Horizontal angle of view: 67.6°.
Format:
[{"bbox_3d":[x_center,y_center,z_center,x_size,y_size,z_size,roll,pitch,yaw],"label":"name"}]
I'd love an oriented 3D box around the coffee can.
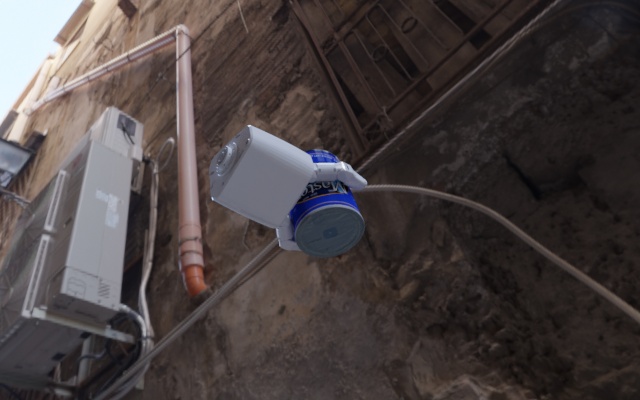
[{"bbox_3d":[0.000,0.003,0.737,0.103,0.103,0.140,0,41,-16],"label":"coffee can"}]
